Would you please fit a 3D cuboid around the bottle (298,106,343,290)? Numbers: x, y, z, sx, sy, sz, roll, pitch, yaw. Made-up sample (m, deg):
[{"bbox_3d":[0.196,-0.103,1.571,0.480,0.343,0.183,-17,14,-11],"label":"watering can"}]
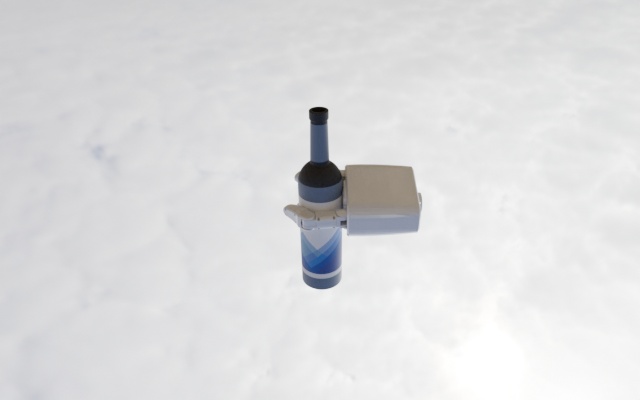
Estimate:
[{"bbox_3d":[0.000,0.003,0.725,0.069,0.296,0.069,-1,32,1],"label":"bottle"}]
